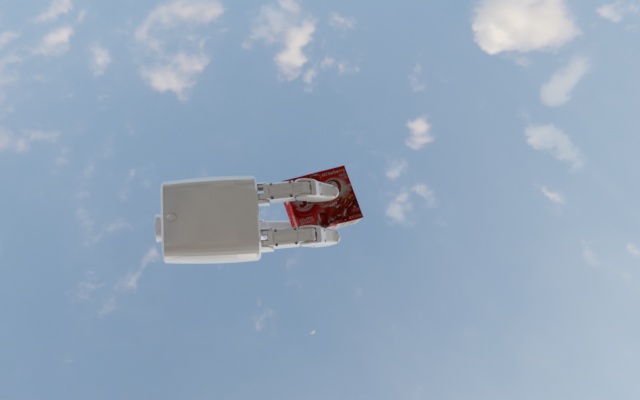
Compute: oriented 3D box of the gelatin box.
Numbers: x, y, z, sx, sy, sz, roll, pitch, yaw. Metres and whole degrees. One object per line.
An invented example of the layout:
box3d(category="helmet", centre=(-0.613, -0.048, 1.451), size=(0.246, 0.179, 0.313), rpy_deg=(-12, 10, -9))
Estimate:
box3d(category="gelatin box", centre=(0.000, 0.002, 0.600), size=(0.089, 0.073, 0.030), rpy_deg=(-15, -13, -22))
